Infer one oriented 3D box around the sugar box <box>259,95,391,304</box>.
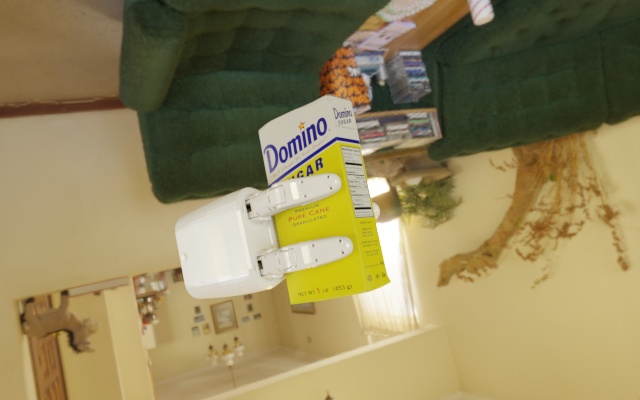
[{"bbox_3d":[0.000,0.002,0.446,0.093,0.176,0.048,-18,-8,36],"label":"sugar box"}]
